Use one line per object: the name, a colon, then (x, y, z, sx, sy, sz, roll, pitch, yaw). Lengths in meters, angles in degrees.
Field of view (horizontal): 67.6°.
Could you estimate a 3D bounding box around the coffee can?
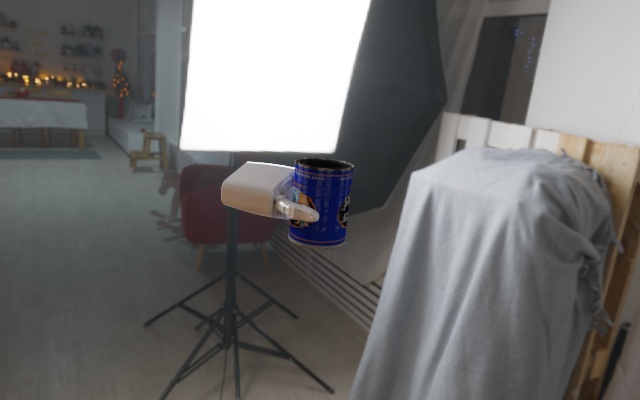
coffee can: (0.000, 0.003, 0.835, 0.103, 0.140, 0.102, 5, 15, -1)
